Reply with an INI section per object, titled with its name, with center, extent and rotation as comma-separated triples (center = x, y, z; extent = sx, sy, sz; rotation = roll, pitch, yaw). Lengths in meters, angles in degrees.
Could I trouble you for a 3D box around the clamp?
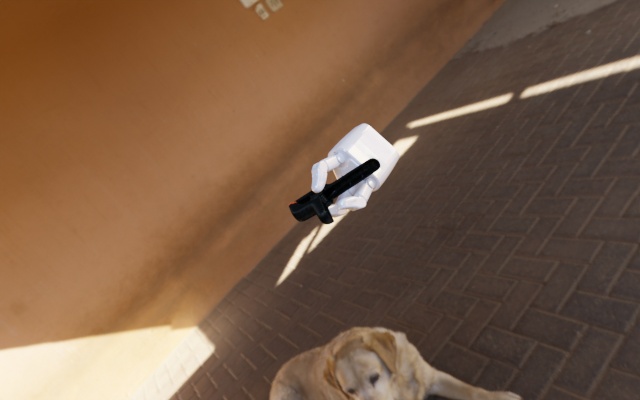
[clamp]
center = -0.001, 0.002, 0.869
extent = 0.210, 0.036, 0.164
rotation = -22, 21, 48
